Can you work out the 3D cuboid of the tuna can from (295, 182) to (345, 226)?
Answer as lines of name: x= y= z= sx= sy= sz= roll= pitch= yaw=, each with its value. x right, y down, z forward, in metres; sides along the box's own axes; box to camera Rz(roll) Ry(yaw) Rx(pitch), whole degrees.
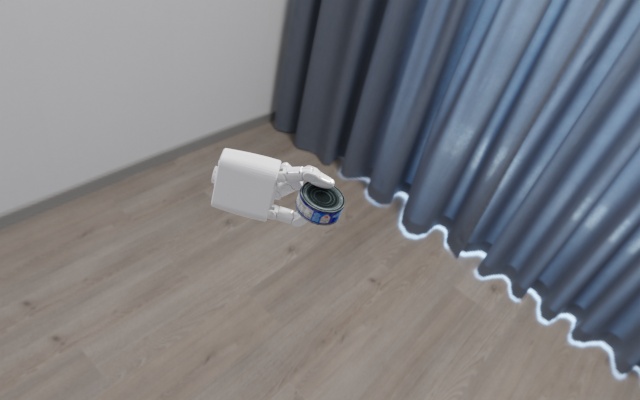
tuna can: x=0.000 y=0.002 z=0.855 sx=0.086 sy=0.034 sz=0.086 roll=13 pitch=40 yaw=-11
